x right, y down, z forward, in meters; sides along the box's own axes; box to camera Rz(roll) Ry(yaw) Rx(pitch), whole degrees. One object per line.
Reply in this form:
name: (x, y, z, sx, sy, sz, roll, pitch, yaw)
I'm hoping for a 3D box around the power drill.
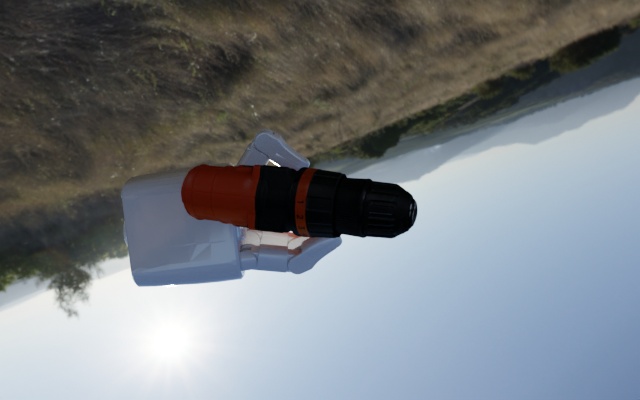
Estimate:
power drill: (0.000, 0.001, 0.427, 0.184, 0.057, 0.187, 7, -1, 17)
